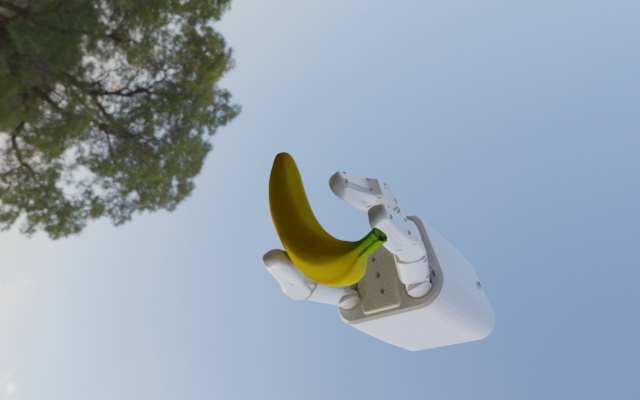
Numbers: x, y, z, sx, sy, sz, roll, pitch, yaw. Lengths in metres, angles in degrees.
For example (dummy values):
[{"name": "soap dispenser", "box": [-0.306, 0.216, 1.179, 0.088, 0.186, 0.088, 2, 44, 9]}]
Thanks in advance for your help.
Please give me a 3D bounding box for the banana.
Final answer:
[{"name": "banana", "box": [-0.008, 0.018, 0.402, 0.037, 0.069, 0.197, 28, 8, -34]}]
